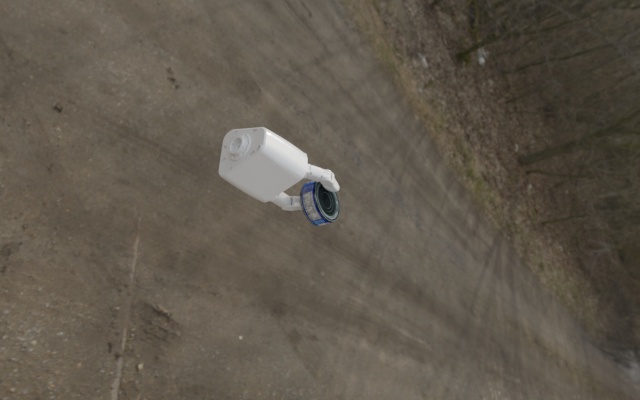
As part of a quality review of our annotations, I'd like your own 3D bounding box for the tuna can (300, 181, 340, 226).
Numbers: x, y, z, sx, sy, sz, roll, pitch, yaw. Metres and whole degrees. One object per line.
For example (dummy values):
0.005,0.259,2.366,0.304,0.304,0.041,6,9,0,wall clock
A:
0.001,0.003,0.884,0.034,0.086,0.086,-17,-9,30,tuna can
